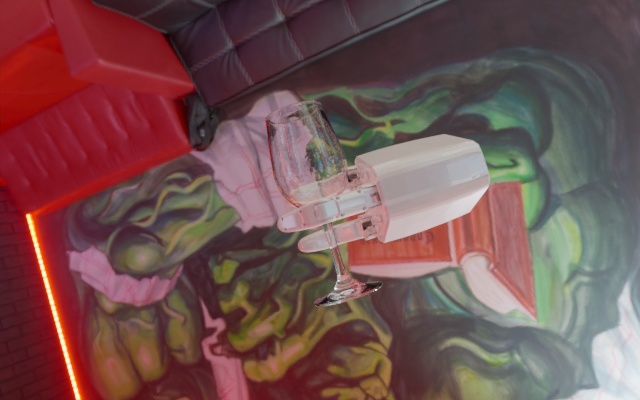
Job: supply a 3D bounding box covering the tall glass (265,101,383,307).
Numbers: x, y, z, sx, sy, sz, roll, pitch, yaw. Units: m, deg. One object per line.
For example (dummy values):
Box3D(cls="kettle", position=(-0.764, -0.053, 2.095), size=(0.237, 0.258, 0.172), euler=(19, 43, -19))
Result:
Box3D(cls="tall glass", position=(0.000, 0.002, 0.497), size=(0.079, 0.201, 0.079), euler=(-17, -3, -1))
